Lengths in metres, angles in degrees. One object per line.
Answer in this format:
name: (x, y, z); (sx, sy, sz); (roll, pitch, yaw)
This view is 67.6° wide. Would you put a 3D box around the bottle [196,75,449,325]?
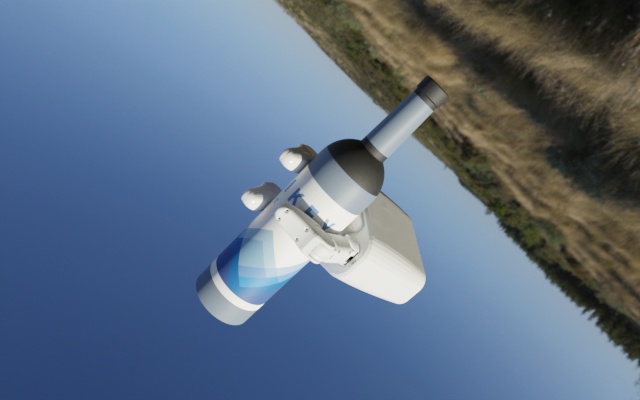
bottle: (0.000, 0.002, 0.449); (0.296, 0.069, 0.069); (-44, -15, 16)
